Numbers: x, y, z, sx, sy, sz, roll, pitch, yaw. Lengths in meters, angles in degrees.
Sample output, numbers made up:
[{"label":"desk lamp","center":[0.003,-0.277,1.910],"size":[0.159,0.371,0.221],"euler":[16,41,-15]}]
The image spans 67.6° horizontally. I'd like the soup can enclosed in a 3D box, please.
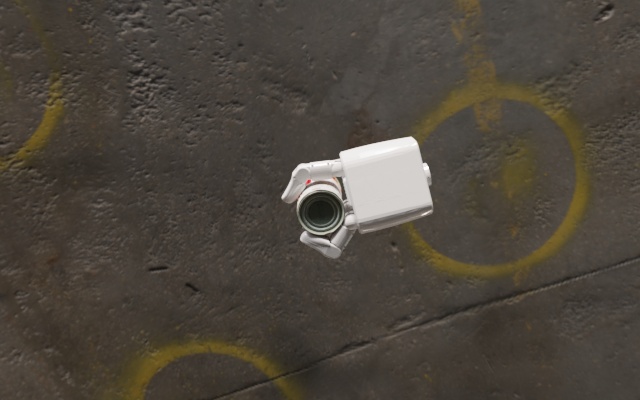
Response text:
[{"label":"soup can","center":[0.000,0.002,0.693],"size":[0.068,0.068,0.102],"euler":[0,18,-1]}]
